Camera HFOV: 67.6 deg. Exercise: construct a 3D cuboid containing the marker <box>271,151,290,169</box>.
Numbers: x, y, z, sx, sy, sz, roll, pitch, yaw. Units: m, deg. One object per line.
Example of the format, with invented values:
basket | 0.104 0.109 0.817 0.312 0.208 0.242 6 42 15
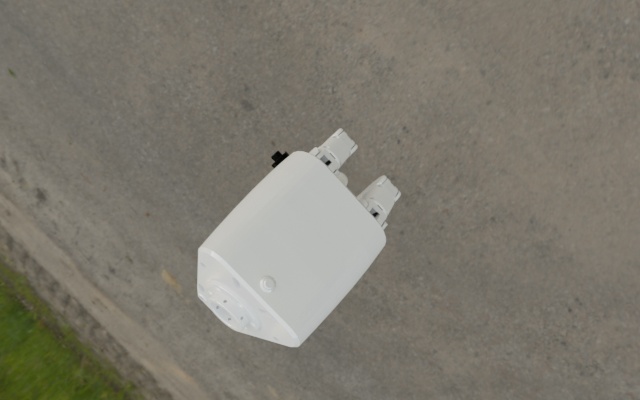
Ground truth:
marker | 0.000 0.001 0.436 0.020 0.121 0.020 -43 5 5
